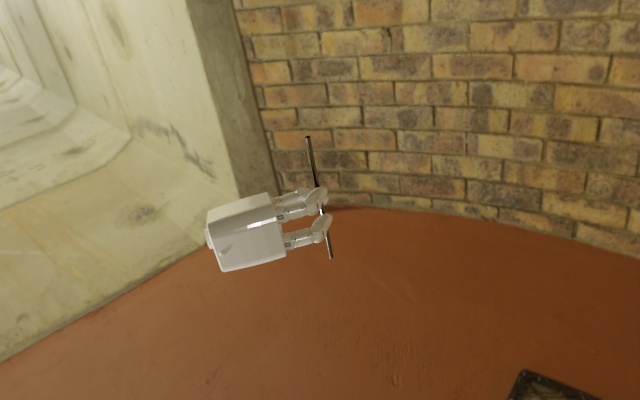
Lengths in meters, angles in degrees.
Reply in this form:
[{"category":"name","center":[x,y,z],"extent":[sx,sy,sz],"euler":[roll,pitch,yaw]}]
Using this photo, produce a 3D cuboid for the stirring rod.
[{"category":"stirring rod","center":[0.000,0.002,0.791],"extent":[0.011,0.240,0.011],"euler":[-8,33,5]}]
